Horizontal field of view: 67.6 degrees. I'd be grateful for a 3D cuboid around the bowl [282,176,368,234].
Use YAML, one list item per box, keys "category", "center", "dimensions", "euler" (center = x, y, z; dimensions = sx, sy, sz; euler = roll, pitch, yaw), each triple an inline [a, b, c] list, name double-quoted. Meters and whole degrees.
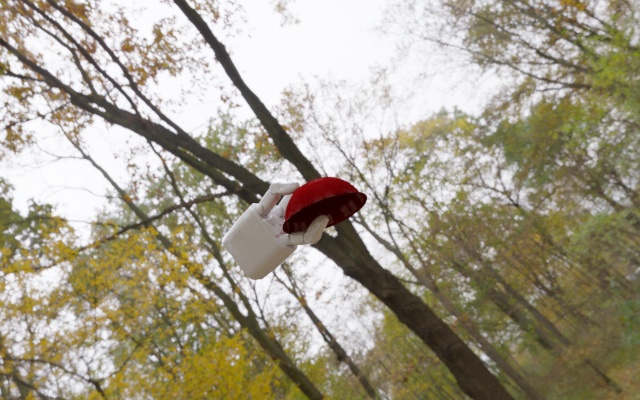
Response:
- category: "bowl"
  center: [0.001, 0.002, 0.858]
  dimensions: [0.162, 0.055, 0.162]
  euler: [-19, -20, -7]
